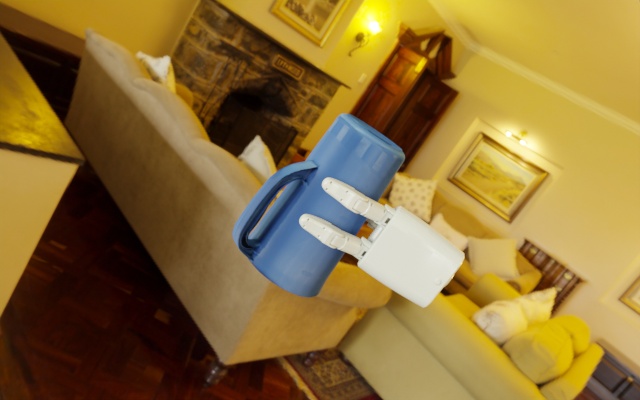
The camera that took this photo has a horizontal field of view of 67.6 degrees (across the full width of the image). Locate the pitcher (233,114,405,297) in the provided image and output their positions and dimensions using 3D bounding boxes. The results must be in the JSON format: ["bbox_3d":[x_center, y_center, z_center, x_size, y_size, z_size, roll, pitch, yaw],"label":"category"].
[{"bbox_3d":[0.000,0.002,0.663,0.145,0.243,0.149,35,14,4],"label":"pitcher"}]
